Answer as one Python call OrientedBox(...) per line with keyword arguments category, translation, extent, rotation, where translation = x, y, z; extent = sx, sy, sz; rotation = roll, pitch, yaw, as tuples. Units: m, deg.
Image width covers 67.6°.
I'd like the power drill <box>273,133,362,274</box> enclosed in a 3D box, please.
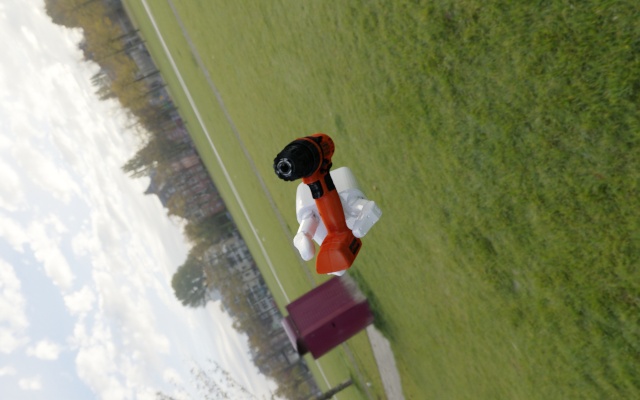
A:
OrientedBox(category="power drill", translation=(0.000, 0.003, 0.665), extent=(0.057, 0.188, 0.184), rotation=(-12, 11, 19))
